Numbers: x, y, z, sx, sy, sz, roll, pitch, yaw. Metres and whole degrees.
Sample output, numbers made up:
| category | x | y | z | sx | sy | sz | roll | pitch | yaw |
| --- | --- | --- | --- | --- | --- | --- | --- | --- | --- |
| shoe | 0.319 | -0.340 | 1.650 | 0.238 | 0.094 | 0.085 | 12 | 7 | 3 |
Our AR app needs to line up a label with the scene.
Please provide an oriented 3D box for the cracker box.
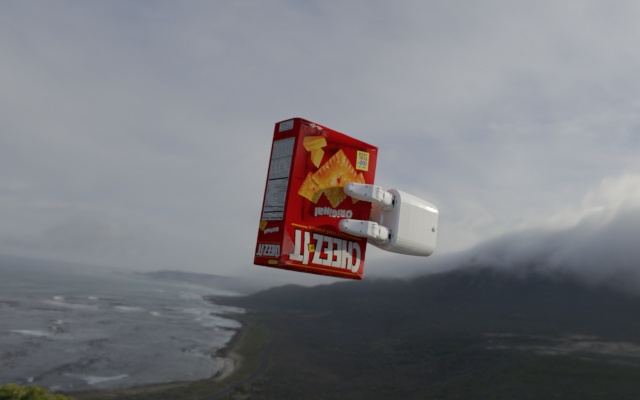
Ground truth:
| category | x | y | z | sx | sy | sz | roll | pitch | yaw |
| --- | --- | --- | --- | --- | --- | --- | --- | --- | --- |
| cracker box | 0.000 | 0.002 | 0.715 | 0.164 | 0.213 | 0.072 | 16 | -13 | -39 |
